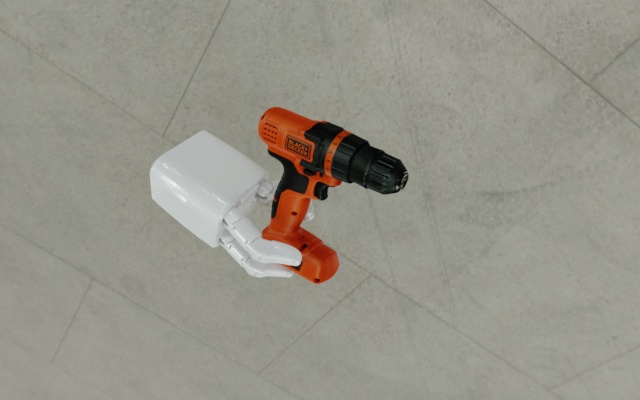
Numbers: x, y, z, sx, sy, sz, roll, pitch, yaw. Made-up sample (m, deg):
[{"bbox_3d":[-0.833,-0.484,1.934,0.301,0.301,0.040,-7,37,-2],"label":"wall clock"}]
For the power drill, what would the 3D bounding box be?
[{"bbox_3d":[0.000,0.002,0.554,0.184,0.188,0.057,28,33,26],"label":"power drill"}]
